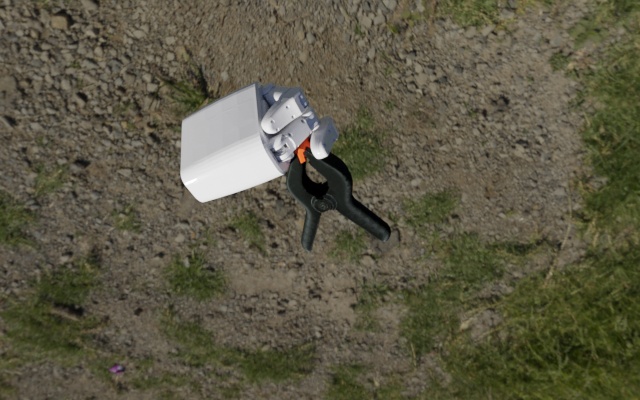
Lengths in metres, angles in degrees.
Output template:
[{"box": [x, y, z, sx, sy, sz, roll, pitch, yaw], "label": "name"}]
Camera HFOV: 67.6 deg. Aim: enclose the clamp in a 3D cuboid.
[{"box": [0.000, 0.002, 0.584, 0.120, 0.171, 0.039, -22, 31, 21], "label": "clamp"}]
